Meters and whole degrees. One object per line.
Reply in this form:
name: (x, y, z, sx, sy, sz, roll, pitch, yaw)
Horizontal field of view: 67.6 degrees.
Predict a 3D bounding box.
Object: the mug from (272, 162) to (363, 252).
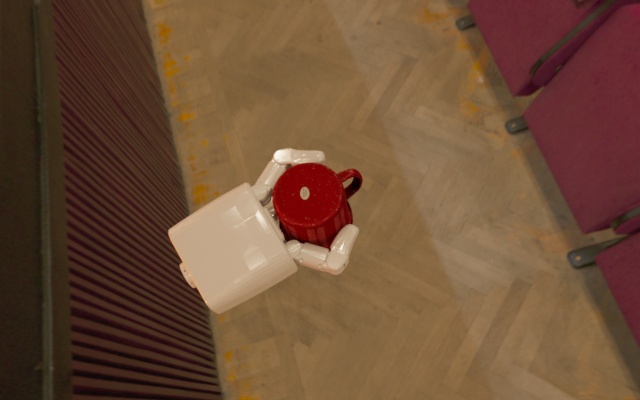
mug: (0.001, 0.001, 0.561, 0.117, 0.093, 0.081, -31, -23, -7)
